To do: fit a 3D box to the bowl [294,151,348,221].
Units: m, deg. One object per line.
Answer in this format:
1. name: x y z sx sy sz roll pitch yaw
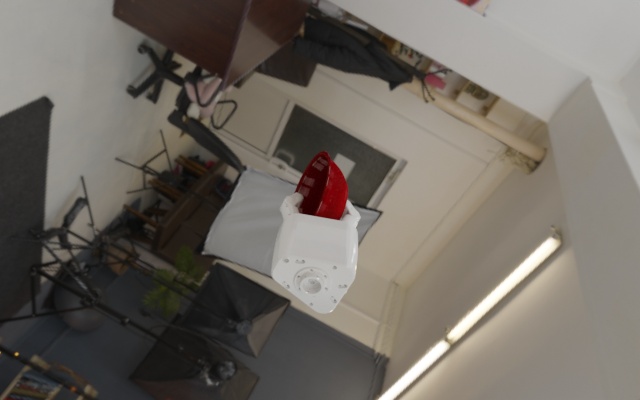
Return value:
1. bowl: 0.001 0.002 0.792 0.055 0.162 0.162 20 -7 -19
